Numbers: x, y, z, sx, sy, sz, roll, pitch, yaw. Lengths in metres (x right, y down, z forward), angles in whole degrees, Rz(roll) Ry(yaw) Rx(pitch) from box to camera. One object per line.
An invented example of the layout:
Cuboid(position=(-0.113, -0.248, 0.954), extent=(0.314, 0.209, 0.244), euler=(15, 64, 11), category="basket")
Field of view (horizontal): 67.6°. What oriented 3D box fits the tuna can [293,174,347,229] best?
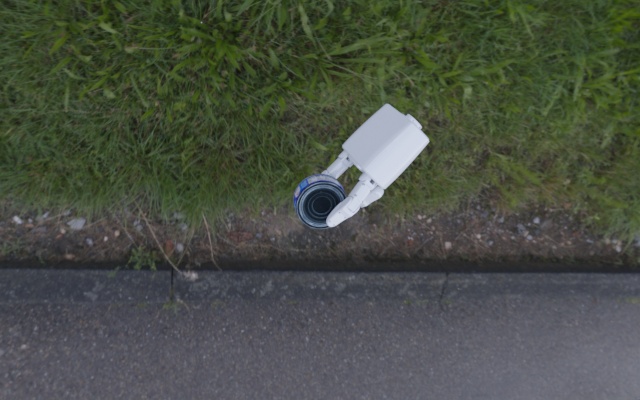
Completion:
Cuboid(position=(0.000, 0.003, 0.772), extent=(0.086, 0.086, 0.033), euler=(0, 24, -10), category="tuna can")
